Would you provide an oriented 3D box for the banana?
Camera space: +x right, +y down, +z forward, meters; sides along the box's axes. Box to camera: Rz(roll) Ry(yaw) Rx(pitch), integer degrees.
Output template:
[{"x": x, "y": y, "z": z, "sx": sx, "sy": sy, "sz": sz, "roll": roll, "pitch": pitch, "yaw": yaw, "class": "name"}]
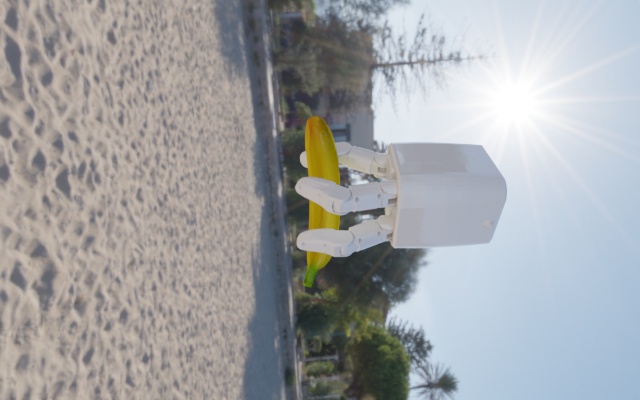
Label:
[{"x": 0.002, "y": -0.002, "z": 0.535, "sx": 0.037, "sy": 0.198, "sz": 0.069, "roll": 3, "pitch": 23, "yaw": 7, "class": "banana"}]
